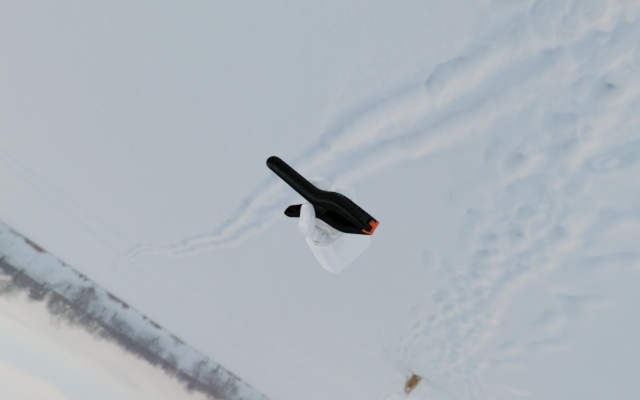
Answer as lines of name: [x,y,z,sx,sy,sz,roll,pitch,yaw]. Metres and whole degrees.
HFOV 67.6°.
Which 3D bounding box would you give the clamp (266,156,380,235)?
clamp: [0.000,0.004,0.818,0.210,0.036,0.165,20,-29,30]
